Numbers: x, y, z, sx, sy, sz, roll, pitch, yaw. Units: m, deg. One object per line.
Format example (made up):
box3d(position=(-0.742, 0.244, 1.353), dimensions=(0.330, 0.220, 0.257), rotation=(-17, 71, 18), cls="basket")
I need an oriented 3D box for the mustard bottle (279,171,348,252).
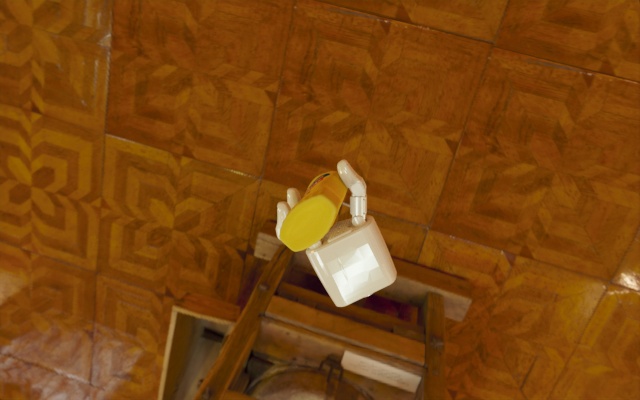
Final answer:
box3d(position=(0.000, 0.002, 0.730), dimensions=(0.058, 0.096, 0.191), rotation=(41, 22, -4), cls="mustard bottle")
